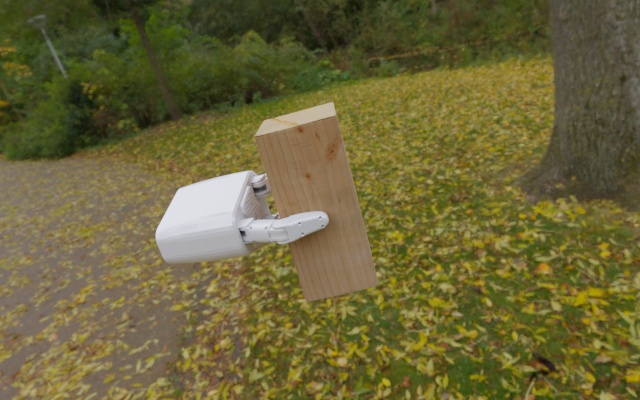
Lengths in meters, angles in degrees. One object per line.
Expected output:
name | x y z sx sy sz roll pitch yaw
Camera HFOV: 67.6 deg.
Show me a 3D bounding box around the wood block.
wood block | 0.000 0.002 0.564 0.090 0.206 0.090 -14 20 6
